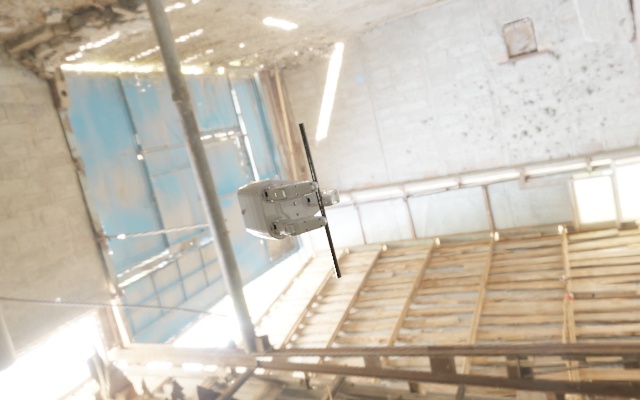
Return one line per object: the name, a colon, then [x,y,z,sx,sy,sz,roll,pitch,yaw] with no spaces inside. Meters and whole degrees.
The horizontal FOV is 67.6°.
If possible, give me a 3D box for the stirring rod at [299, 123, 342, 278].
stirring rod: [0.000,0.002,0.717,0.011,0.239,0.011,-14,8,2]
